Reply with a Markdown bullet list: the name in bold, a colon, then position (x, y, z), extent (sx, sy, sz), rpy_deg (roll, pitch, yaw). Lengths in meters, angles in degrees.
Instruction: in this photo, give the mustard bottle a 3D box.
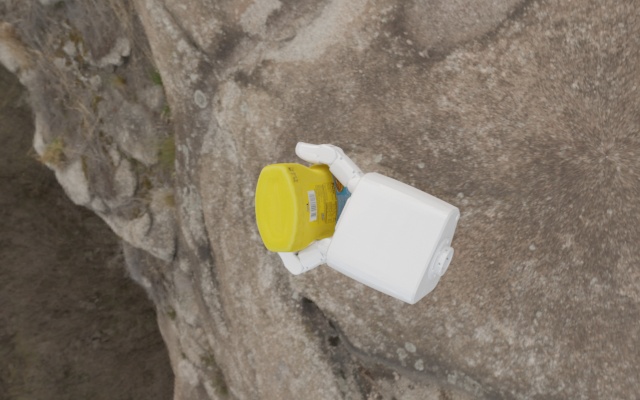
- **mustard bottle**: position (0.000, 0.002, 0.586), extent (0.058, 0.096, 0.191), rpy_deg (-3, 3, 31)
